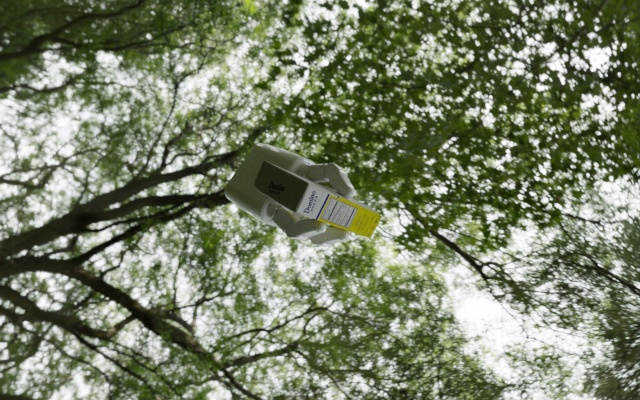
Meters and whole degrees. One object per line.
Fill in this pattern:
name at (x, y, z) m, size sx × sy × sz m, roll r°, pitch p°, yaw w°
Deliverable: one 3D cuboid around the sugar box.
sugar box at (0.000, 0.003, 0.660) m, size 0.093 × 0.048 × 0.176 m, roll 29°, pitch 7°, yaw 41°
